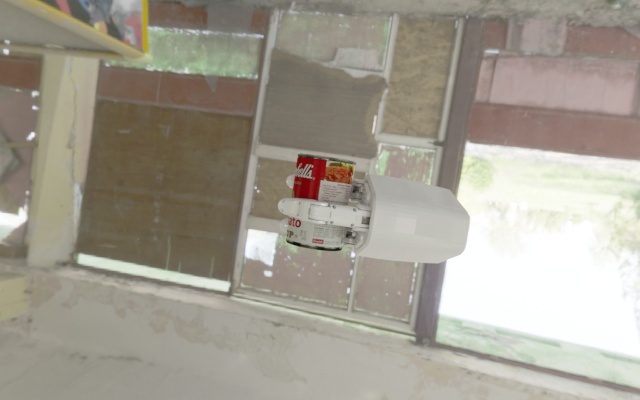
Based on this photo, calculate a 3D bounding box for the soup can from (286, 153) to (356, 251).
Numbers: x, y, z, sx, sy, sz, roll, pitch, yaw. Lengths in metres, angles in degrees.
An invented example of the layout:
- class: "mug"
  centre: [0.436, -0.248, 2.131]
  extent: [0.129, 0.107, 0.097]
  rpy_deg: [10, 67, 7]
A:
- class: "soup can"
  centre: [0.000, 0.002, 0.547]
  extent: [0.068, 0.102, 0.068]
  rpy_deg: [9, 2, 0]
